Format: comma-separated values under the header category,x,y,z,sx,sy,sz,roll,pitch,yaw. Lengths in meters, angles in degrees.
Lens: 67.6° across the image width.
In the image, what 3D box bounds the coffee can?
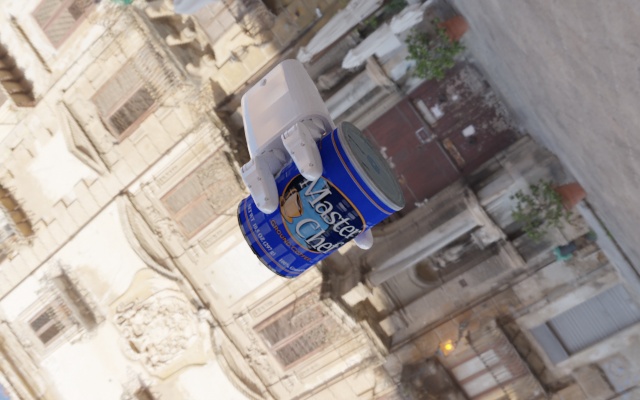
category,x,y,z,sx,sy,sz,roll,pitch,yaw
coffee can,0.000,0.002,0.490,0.140,0.102,0.103,-36,-14,20
